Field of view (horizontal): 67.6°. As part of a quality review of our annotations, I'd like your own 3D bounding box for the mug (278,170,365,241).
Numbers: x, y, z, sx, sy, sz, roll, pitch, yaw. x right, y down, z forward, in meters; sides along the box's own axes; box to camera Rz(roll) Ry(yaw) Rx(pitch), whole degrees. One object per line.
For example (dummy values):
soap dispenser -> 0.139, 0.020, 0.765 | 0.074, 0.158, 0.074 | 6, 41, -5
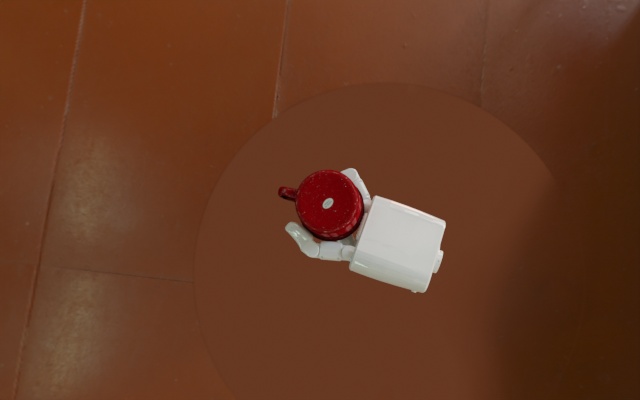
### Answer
mug -> -0.001, 0.002, 0.630 | 0.117, 0.093, 0.081 | 18, -5, 7
